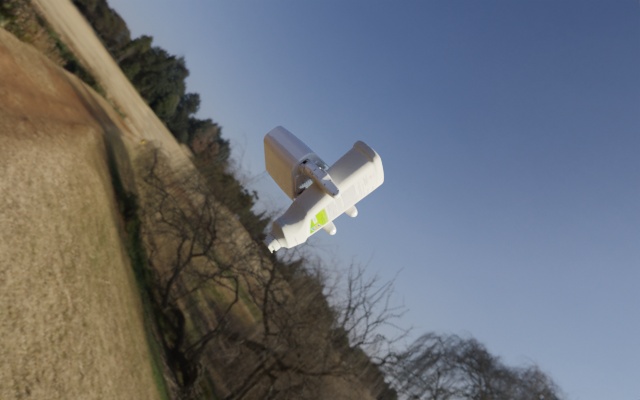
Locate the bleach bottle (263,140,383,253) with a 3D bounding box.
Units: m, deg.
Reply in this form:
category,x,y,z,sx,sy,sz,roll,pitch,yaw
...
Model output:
category,x,y,z,sx,sy,sz,roll,pitch,yaw
bleach bottle,0.000,0.003,0.869,0.251,0.068,0.103,-38,-32,-11
